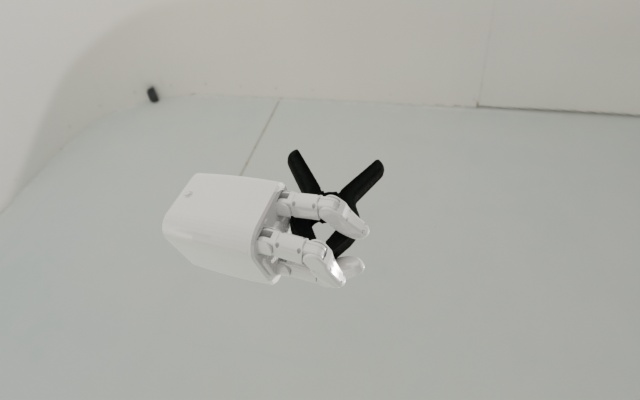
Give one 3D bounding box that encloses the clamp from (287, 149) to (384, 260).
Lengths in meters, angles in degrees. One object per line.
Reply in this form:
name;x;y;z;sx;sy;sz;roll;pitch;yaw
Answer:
clamp;0.000;0.002;0.556;0.120;0.039;0.171;10;47;14
